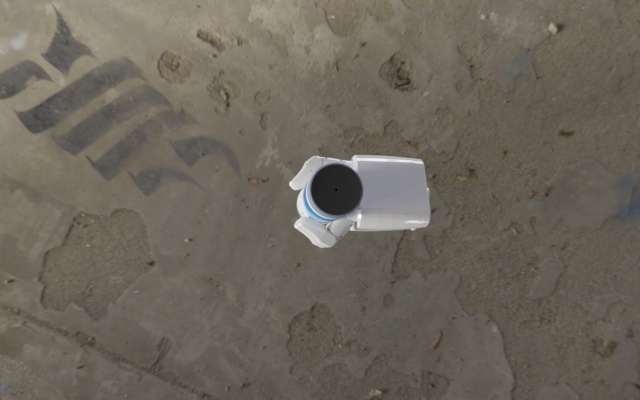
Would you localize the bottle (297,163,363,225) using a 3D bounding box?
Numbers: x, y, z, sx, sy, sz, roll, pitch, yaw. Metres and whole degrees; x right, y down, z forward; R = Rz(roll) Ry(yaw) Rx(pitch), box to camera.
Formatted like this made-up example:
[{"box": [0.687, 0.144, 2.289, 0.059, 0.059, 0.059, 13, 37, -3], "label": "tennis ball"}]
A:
[{"box": [0.000, 0.002, 0.718, 0.069, 0.069, 0.296, 0, -6, -7], "label": "bottle"}]
